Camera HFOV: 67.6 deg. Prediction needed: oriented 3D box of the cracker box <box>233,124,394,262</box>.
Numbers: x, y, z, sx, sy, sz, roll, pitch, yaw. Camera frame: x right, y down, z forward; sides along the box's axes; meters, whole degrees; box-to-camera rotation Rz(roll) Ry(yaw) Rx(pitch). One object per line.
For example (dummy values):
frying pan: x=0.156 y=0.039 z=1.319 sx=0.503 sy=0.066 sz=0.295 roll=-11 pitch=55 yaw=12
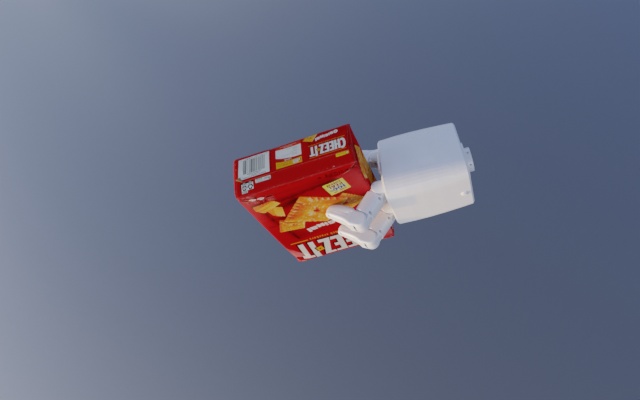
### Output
cracker box: x=0.000 y=0.002 z=0.675 sx=0.164 sy=0.072 sz=0.214 roll=-16 pitch=-34 yaw=14
